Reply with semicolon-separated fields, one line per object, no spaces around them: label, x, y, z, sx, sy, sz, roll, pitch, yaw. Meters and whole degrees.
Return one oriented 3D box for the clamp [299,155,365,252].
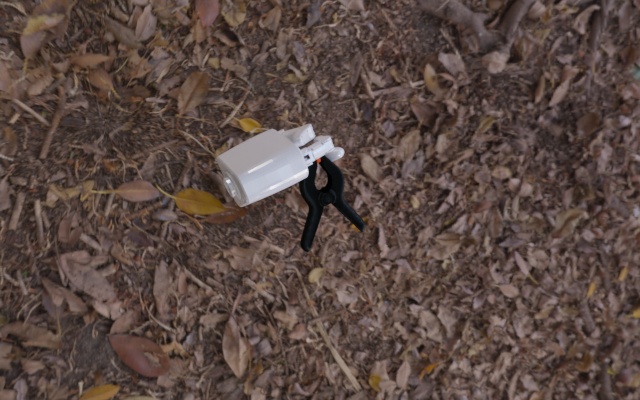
clamp;0.000;0.003;0.803;0.120;0.171;0.039;-29;19;-19
